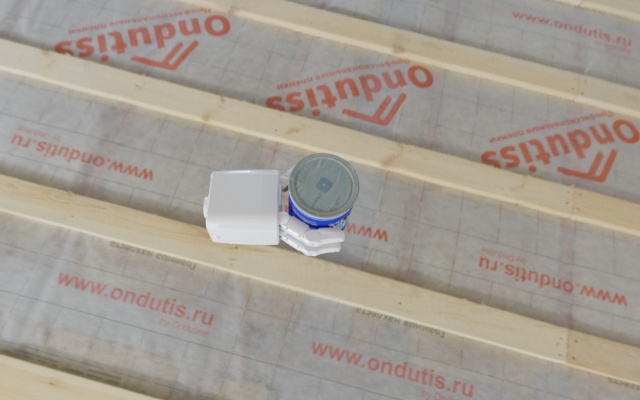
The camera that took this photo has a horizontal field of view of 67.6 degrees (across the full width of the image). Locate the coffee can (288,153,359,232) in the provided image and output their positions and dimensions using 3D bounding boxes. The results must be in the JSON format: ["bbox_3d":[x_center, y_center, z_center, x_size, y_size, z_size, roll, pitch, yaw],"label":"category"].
[{"bbox_3d":[0.000,0.002,0.749,0.103,0.102,0.140,0,-22,-4],"label":"coffee can"}]
